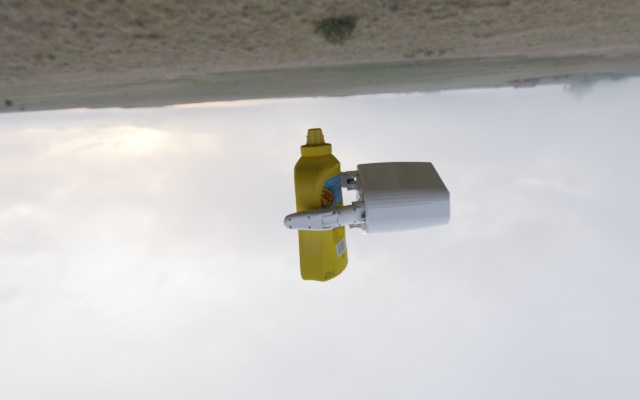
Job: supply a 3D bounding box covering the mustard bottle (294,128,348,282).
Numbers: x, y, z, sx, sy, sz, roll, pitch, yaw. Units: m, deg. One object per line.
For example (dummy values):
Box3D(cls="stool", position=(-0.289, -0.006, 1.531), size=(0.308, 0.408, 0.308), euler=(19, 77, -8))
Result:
Box3D(cls="mustard bottle", position=(0.000, 0.002, 0.625), size=(0.058, 0.192, 0.096), euler=(2, 14, 23))
